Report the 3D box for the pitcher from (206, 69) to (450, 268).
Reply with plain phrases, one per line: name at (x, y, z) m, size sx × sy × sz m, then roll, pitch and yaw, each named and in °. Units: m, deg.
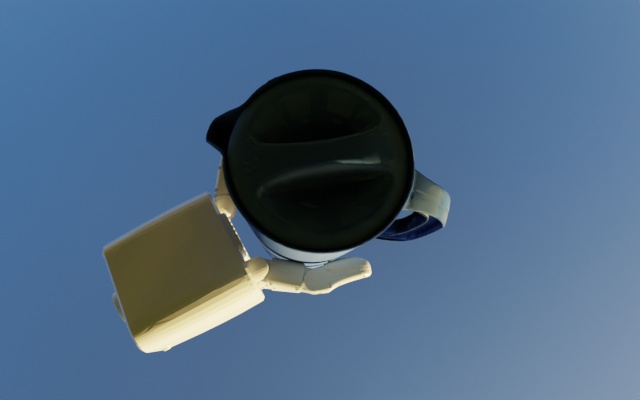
pitcher at (0.000, 0.001, 0.436) m, size 0.145 × 0.149 × 0.243 m, roll -28°, pitch -10°, yaw -11°
